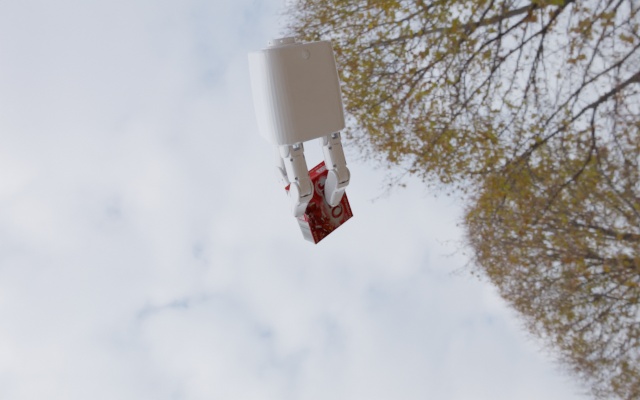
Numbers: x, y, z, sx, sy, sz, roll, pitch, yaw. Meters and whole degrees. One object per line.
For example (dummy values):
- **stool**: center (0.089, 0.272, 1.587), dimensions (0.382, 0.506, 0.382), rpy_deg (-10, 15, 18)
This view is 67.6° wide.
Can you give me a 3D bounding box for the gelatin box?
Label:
- **gelatin box**: center (0.000, 0.002, 0.636), dimensions (0.073, 0.089, 0.030), rpy_deg (-35, 33, -27)
